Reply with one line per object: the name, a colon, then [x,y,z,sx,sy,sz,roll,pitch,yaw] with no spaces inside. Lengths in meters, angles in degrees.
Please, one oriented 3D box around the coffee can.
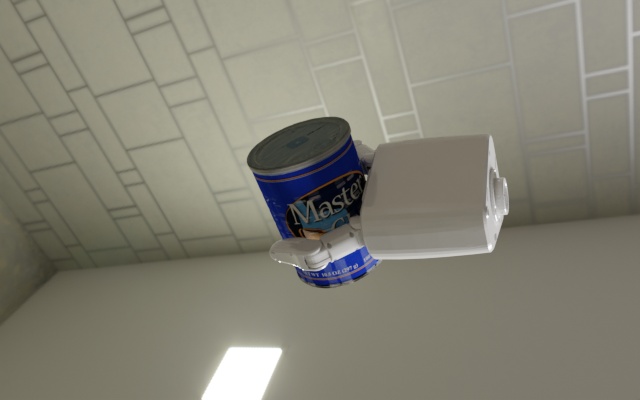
coffee can: [0.000,0.001,0.480,0.103,0.140,0.102,-16,28,9]
